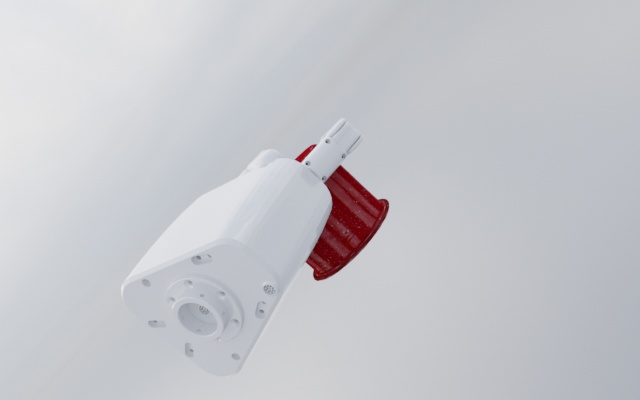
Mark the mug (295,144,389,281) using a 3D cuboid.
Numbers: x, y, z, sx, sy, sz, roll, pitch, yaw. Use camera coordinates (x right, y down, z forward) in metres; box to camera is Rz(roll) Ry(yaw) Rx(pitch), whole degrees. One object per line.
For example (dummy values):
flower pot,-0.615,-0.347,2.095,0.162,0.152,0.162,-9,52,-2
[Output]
mug,0.000,0.001,0.418,0.093,0.081,0.117,-42,11,29
